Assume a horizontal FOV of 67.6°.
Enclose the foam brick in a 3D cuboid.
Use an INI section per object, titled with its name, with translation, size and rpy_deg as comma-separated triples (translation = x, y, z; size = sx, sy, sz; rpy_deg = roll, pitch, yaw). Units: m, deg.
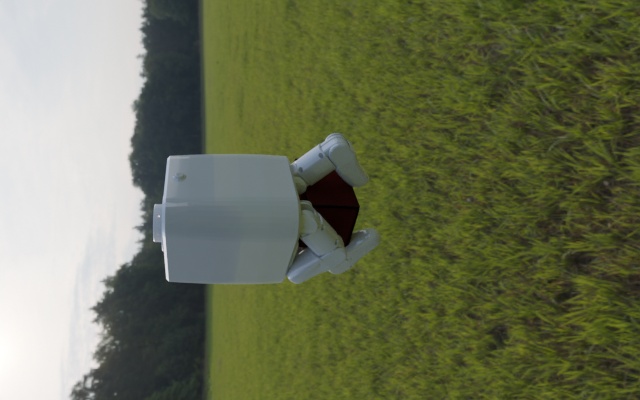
[foam brick]
translation = 0.000, 0.001, 0.467
size = 0.051, 0.053, 0.078
rpy_deg = 2, 37, -15
